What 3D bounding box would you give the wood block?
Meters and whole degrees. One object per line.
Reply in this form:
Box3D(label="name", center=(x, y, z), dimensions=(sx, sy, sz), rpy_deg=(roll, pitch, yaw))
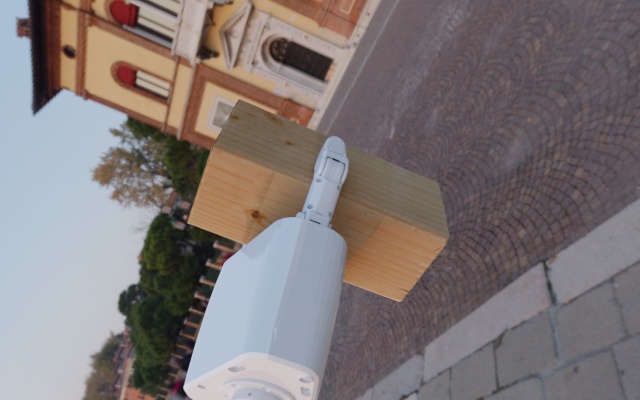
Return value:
Box3D(label="wood block", center=(0.000, 0.001, 0.437), dimensions=(0.206, 0.091, 0.090), rpy_deg=(22, 35, -9))
